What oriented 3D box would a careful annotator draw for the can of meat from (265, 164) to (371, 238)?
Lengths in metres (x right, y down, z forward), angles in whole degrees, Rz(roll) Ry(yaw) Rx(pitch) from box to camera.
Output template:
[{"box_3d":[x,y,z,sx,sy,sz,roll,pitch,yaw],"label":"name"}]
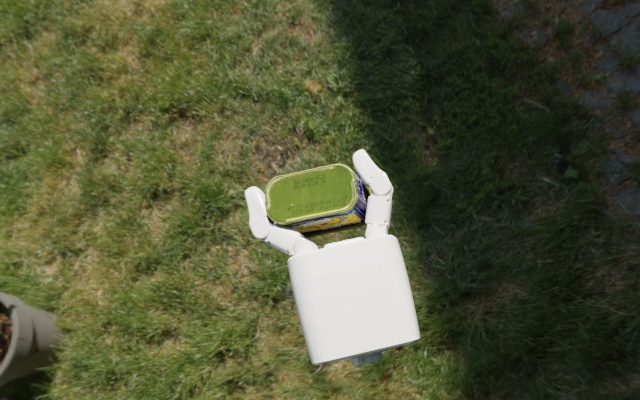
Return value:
[{"box_3d":[0.000,0.002,0.516,0.102,0.057,0.084,-12,-14,14],"label":"can of meat"}]
